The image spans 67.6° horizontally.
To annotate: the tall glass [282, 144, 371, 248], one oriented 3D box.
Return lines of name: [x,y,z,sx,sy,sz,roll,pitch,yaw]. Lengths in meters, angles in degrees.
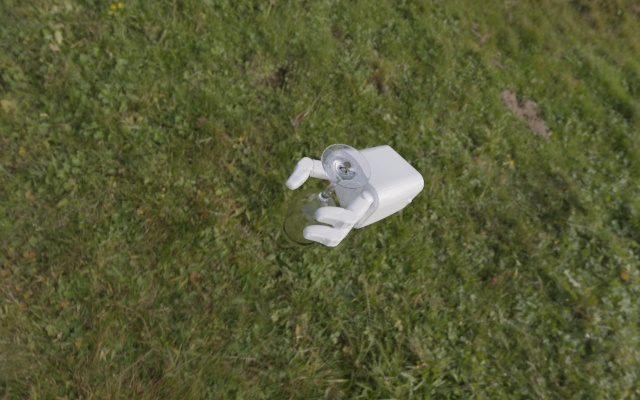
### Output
tall glass: [0.000,0.002,0.731,0.079,0.079,0.201,0,-30,-25]
